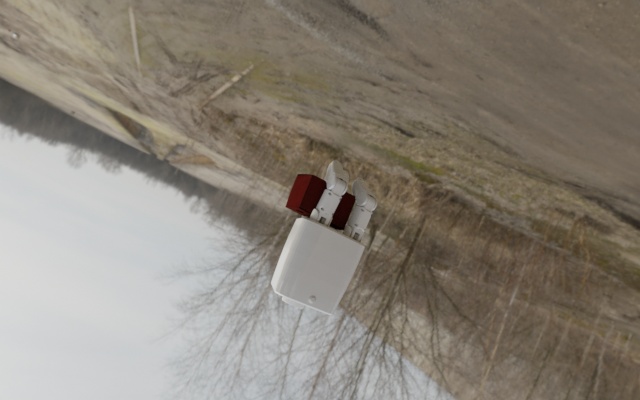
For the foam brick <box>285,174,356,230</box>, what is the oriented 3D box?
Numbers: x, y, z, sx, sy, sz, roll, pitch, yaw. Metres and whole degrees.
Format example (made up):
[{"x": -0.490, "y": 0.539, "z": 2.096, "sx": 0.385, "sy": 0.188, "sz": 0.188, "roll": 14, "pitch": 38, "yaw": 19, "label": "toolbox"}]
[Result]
[{"x": 0.000, "y": 0.002, "z": 0.668, "sx": 0.078, "sy": 0.051, "sz": 0.053, "roll": 27, "pitch": -8, "yaw": -24, "label": "foam brick"}]
